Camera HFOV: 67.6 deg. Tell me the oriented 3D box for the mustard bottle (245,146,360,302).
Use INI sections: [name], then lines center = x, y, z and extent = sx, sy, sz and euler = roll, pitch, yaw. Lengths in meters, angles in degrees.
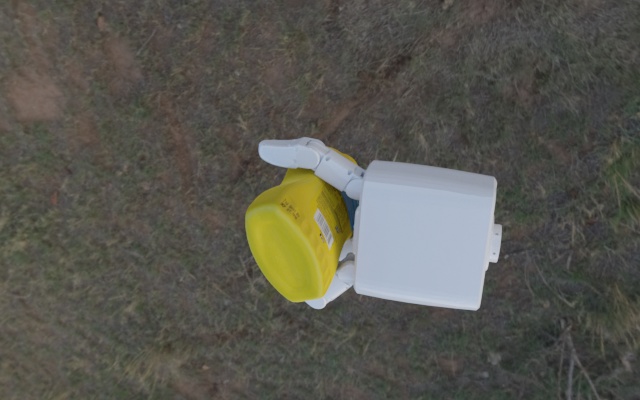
[mustard bottle]
center = 0.000, 0.002, 0.457
extent = 0.058, 0.096, 0.191
euler = -16, 21, 27
